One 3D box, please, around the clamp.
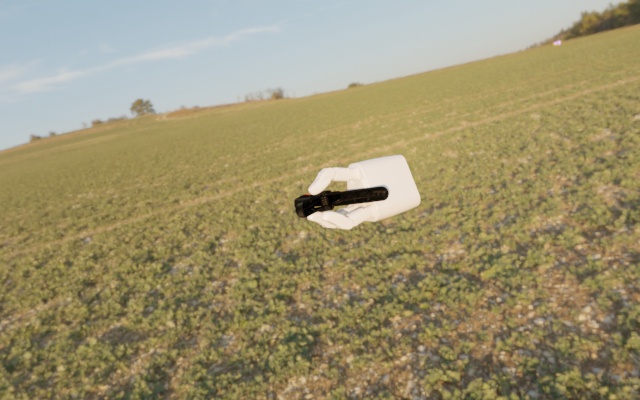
[{"bbox_3d":[0.000,0.002,0.859,0.164,0.036,0.210,-11,4,-27],"label":"clamp"}]
